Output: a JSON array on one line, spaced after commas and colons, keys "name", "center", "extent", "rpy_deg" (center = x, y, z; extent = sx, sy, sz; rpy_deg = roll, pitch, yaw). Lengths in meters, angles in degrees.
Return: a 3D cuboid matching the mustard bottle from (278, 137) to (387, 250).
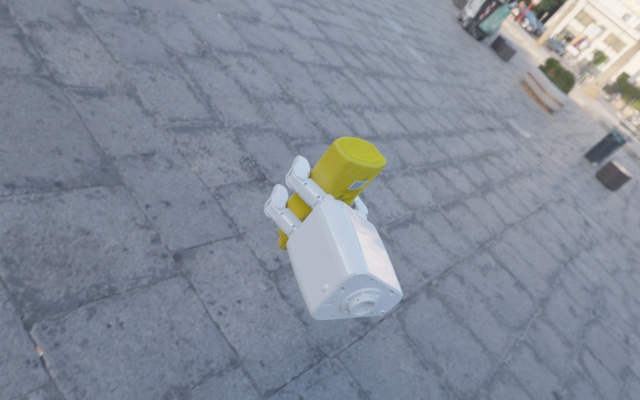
[{"name": "mustard bottle", "center": [0.000, 0.002, 0.640], "extent": [0.096, 0.058, 0.192], "rpy_deg": [-8, -36, -53]}]
